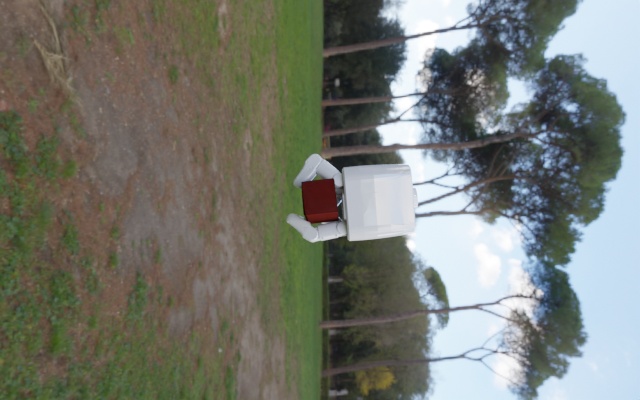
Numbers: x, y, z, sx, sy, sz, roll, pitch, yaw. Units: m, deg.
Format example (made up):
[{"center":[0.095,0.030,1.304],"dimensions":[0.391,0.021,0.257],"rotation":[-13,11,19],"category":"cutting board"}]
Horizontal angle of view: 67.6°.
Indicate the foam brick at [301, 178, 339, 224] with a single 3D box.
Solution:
[{"center":[0.000,0.002,0.737],"dimensions":[0.051,0.053,0.078],"rotation":[-6,-13,2],"category":"foam brick"}]
